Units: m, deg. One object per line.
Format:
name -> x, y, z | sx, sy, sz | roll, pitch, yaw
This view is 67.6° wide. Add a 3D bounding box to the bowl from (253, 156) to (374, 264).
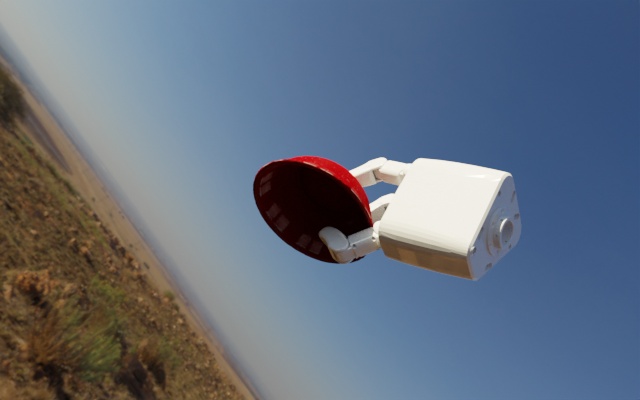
bowl -> -0.001, 0.001, 0.581 | 0.162, 0.162, 0.055 | 0, 39, 35
